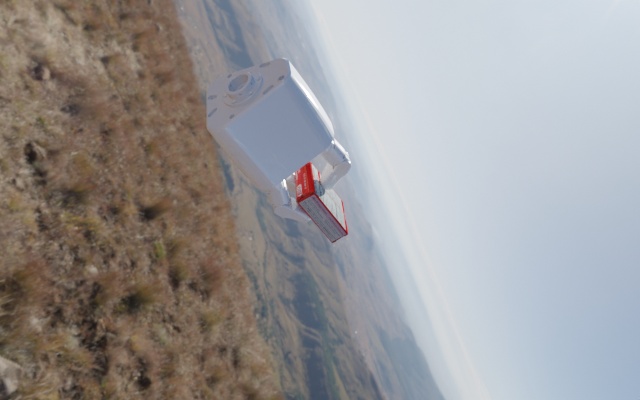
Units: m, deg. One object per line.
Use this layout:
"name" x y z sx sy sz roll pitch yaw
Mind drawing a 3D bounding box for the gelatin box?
"gelatin box" 0.001 0.002 0.643 0.030 0.089 0.073 -30 34 16
